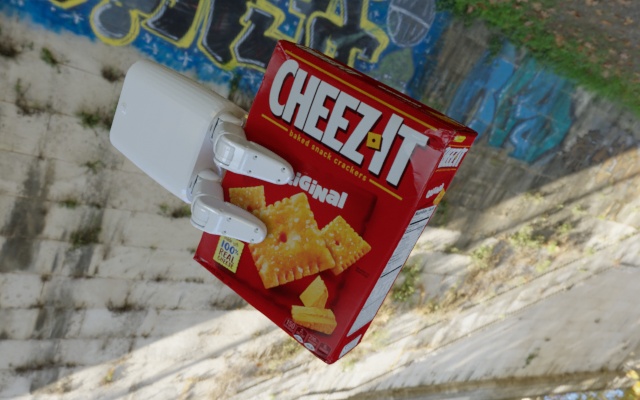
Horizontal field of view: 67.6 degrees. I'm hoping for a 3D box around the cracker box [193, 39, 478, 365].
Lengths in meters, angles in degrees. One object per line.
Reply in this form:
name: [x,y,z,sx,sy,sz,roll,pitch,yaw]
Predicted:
cracker box: [0.000,0.001,0.401,0.164,0.214,0.072,33,21,22]
